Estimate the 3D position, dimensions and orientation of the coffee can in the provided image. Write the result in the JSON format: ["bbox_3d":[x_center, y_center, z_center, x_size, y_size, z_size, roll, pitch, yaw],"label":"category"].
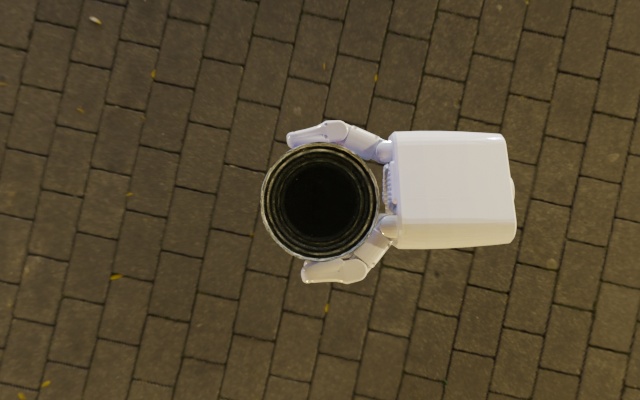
[{"bbox_3d":[0.000,0.001,0.473,0.103,0.103,0.140,0,0,1],"label":"coffee can"}]
